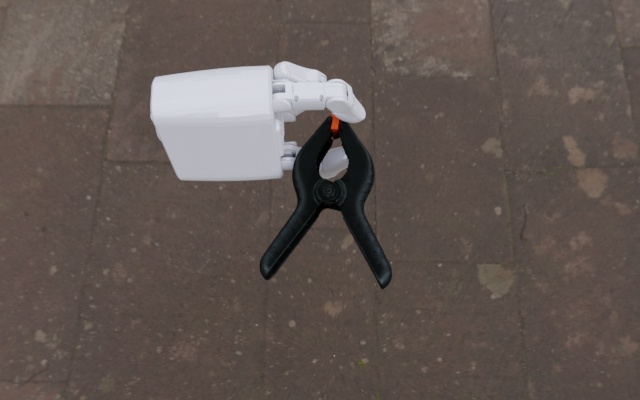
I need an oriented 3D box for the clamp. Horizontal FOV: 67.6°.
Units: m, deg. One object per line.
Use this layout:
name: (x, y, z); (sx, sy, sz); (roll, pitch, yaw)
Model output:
clamp: (0.000, 0.001, 0.453); (0.120, 0.171, 0.039); (-3, -18, -1)
